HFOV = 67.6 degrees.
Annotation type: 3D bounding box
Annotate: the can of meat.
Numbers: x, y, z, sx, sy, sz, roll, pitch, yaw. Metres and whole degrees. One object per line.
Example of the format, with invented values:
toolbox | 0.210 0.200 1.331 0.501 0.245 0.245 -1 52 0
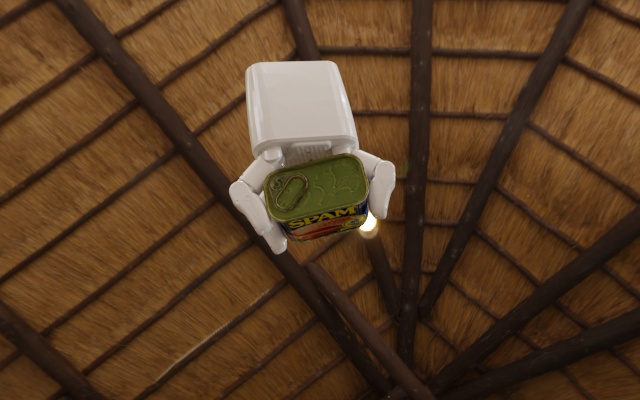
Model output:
can of meat | 0.000 0.002 0.501 0.102 0.057 0.084 -14 -23 2
